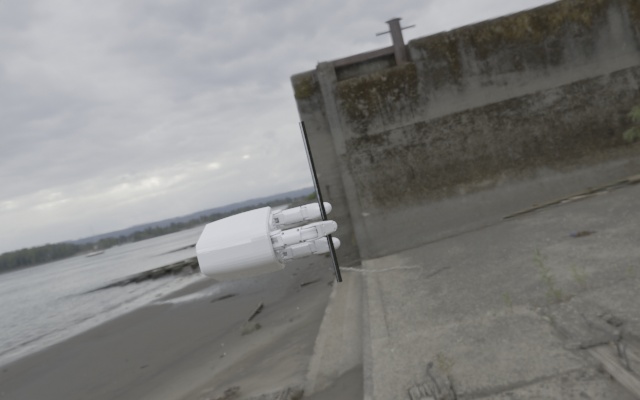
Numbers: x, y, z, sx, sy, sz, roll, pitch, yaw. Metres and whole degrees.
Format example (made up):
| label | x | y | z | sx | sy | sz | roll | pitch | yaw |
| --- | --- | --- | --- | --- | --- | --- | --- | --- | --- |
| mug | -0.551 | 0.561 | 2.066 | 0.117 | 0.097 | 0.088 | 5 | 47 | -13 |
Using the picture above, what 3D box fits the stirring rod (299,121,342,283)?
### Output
| label | x | y | z | sx | sy | sz | roll | pitch | yaw |
| --- | --- | --- | --- | --- | --- | --- | --- | --- | --- |
| stirring rod | 0.000 | 0.002 | 0.698 | 0.011 | 0.239 | 0.011 | -14 | 1 | 0 |
